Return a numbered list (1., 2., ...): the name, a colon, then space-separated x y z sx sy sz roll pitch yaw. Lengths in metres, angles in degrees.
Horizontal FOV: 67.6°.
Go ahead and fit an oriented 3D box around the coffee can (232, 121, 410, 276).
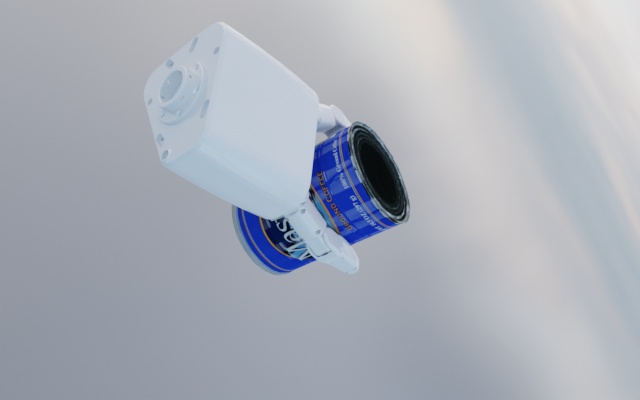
1. coffee can: 0.000 0.002 0.464 0.140 0.102 0.103 -27 -13 27
